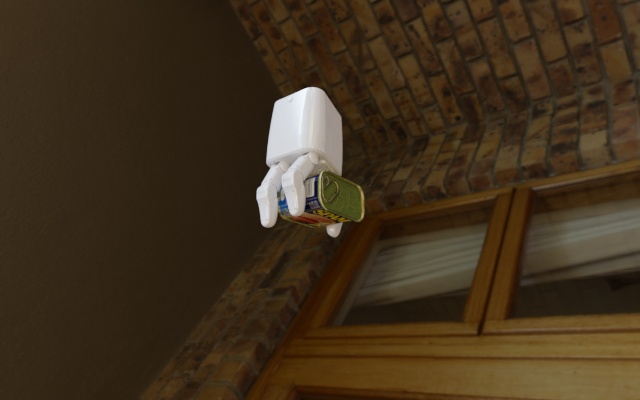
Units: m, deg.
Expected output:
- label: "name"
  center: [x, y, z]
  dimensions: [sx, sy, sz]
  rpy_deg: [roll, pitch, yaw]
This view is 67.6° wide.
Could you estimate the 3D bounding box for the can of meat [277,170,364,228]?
- label: "can of meat"
  center: [0.000, 0.002, 0.685]
  dimensions: [0.084, 0.057, 0.102]
  rpy_deg: [-13, -23, 37]
